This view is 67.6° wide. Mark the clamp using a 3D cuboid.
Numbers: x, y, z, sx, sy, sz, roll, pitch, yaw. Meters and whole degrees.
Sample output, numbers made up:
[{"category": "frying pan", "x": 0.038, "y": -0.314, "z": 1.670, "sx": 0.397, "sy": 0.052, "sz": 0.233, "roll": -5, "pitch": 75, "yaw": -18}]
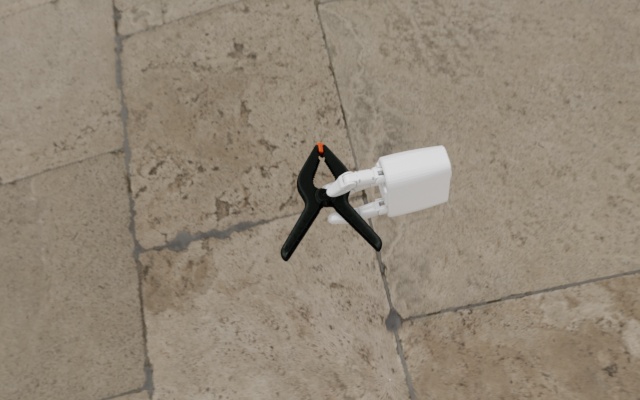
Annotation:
[{"category": "clamp", "x": 0.000, "y": 0.002, "z": 0.803, "sx": 0.164, "sy": 0.210, "sz": 0.036, "roll": -12, "pitch": -22, "yaw": -3}]
